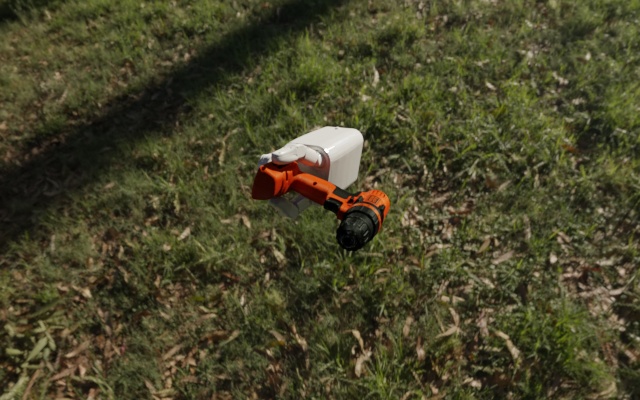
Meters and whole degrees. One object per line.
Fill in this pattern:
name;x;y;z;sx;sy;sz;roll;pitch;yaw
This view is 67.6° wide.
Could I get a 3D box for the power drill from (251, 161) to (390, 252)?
power drill;0.000;0.002;0.684;0.187;0.057;0.184;24;19;11
